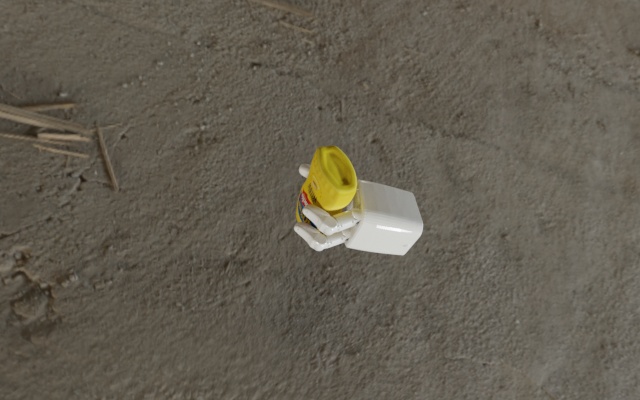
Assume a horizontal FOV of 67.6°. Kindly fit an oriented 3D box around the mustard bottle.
[{"bbox_3d":[0.000,0.002,0.800,0.058,0.096,0.192,-11,-30,-25],"label":"mustard bottle"}]
